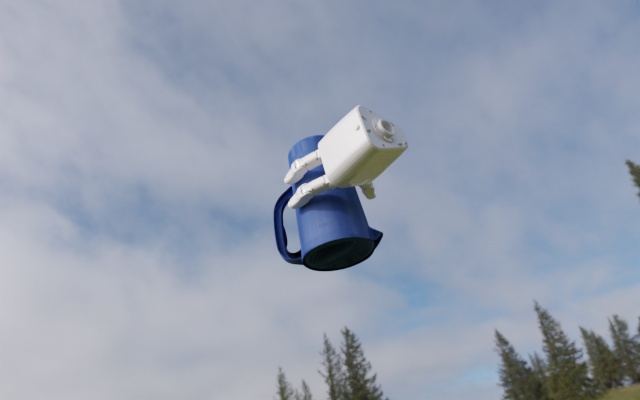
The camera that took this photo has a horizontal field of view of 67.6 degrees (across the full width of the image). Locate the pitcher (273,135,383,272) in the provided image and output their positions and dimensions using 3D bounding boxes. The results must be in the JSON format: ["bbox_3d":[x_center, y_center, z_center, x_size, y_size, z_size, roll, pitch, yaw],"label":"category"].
[{"bbox_3d":[0.000,0.003,0.890,0.149,0.242,0.145,11,-38,-35],"label":"pitcher"}]
